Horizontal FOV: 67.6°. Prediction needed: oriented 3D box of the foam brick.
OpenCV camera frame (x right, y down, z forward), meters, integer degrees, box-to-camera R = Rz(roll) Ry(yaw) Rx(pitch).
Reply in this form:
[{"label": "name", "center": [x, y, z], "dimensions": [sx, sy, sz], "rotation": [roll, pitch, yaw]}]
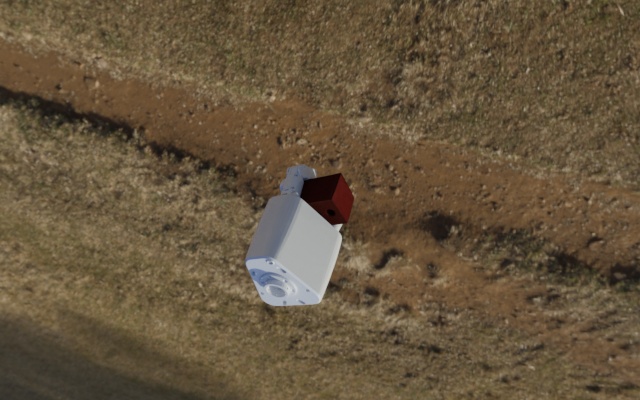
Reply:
[{"label": "foam brick", "center": [0.000, 0.002, 0.674], "dimensions": [0.078, 0.051, 0.053], "rotation": [-10, -48, 29]}]
